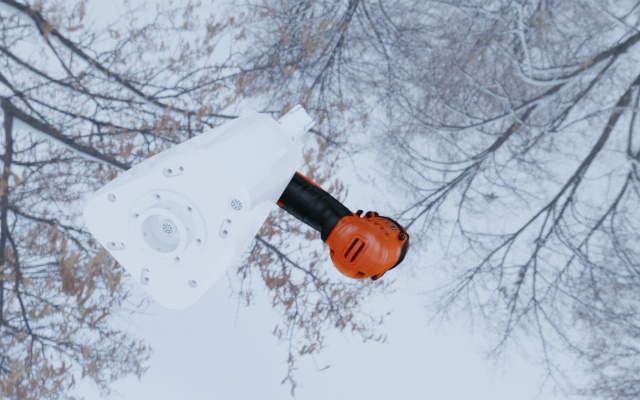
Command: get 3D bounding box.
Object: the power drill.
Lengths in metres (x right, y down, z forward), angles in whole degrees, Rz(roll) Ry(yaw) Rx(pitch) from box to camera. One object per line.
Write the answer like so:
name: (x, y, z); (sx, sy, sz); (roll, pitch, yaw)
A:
power drill: (0.000, 0.001, 0.453); (0.187, 0.057, 0.184); (34, 6, 15)
